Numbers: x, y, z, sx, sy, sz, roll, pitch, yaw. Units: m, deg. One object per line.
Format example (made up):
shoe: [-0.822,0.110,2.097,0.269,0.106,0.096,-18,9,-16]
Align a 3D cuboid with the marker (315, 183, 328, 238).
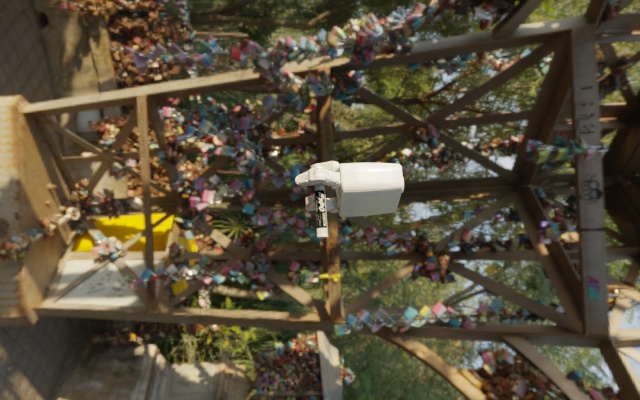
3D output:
marker: [0.000,0.003,0.801,0.020,0.121,0.020,-3,-12,-1]
